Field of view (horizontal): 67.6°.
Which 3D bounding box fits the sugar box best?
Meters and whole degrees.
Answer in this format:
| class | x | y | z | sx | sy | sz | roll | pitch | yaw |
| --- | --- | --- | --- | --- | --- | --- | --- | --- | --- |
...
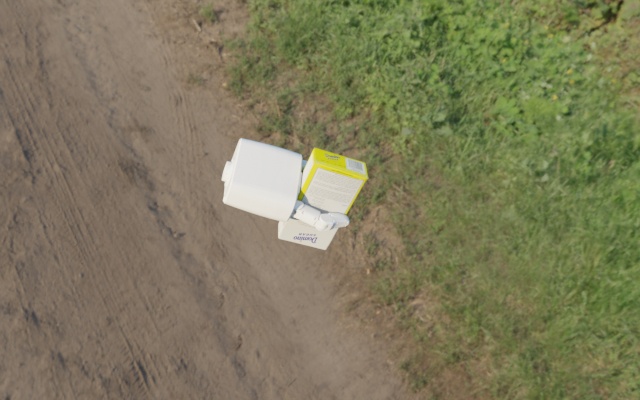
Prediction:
| class | x | y | z | sx | sy | sz | roll | pitch | yaw |
| --- | --- | --- | --- | --- | --- | --- | --- | --- | --- |
| sugar box | 0.000 | 0.002 | 0.794 | 0.093 | 0.048 | 0.176 | 16 | -49 | -17 |
